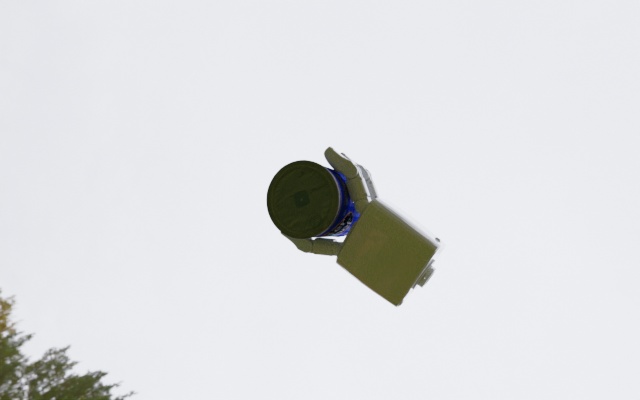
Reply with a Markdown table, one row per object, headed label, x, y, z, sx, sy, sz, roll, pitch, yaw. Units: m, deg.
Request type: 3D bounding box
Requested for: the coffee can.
| label | x | y | z | sx | sy | sz | roll | pitch | yaw |
| --- | --- | --- | --- | --- | --- | --- | --- | --- | --- |
| coffee can | 0.000 | 0.002 | 0.679 | 0.103 | 0.103 | 0.140 | 0 | -3 | 21 |
